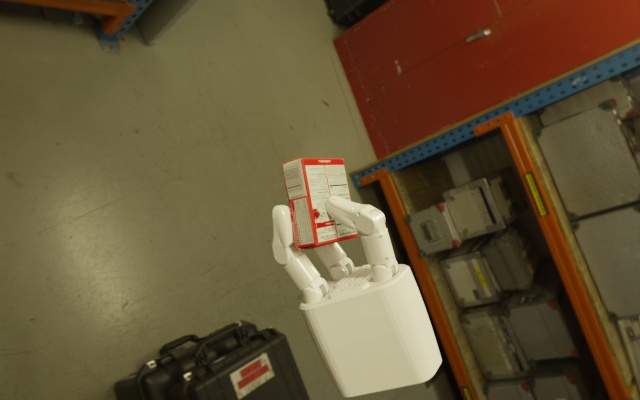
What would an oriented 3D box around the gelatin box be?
[{"bbox_3d":[0.000,0.001,0.492,0.030,0.089,0.073,-12,-3,37],"label":"gelatin box"}]
